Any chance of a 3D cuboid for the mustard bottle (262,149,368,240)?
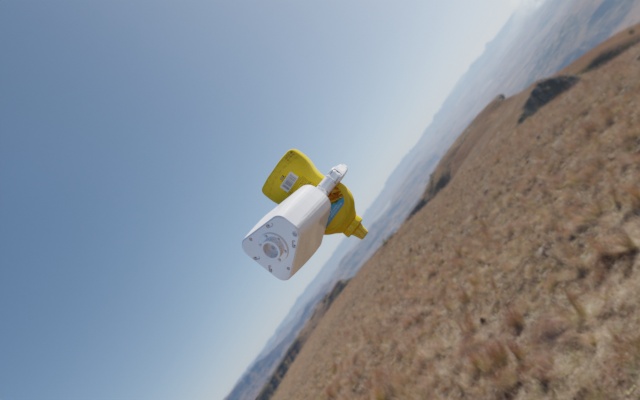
[{"bbox_3d":[0.000,0.002,0.819,0.191,0.096,0.058,37,11,5],"label":"mustard bottle"}]
